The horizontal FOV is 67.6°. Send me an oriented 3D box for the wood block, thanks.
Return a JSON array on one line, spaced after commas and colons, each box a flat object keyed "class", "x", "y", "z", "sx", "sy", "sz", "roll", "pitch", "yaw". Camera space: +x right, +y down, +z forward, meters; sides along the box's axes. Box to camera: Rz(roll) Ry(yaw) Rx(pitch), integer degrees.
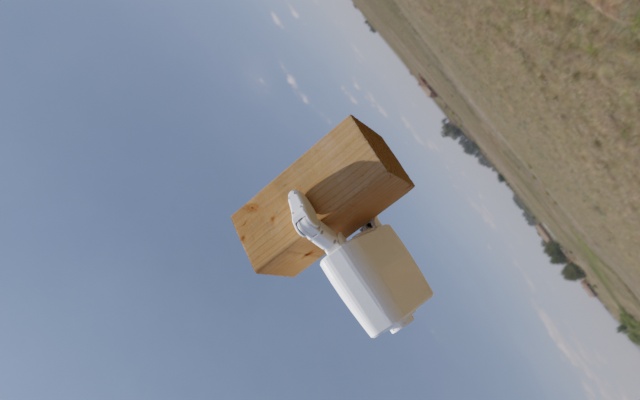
[{"class": "wood block", "x": 0.000, "y": 0.002, "z": 0.601, "sx": 0.206, "sy": 0.090, "sz": 0.091, "roll": -39, "pitch": -28, "yaw": 19}]
